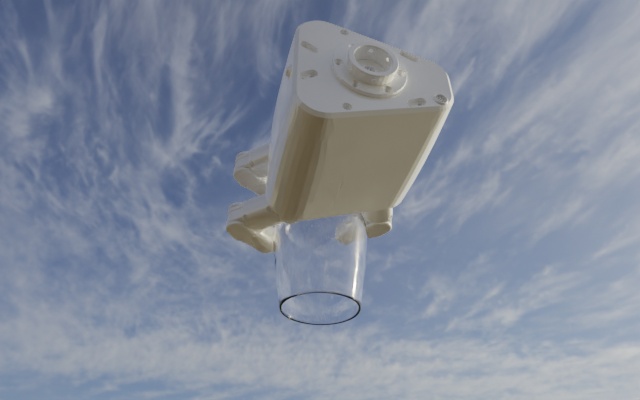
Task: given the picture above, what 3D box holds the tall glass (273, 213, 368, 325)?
[{"bbox_3d":[0.000,0.001,0.416,0.079,0.201,0.079,0,-36,0],"label":"tall glass"}]
